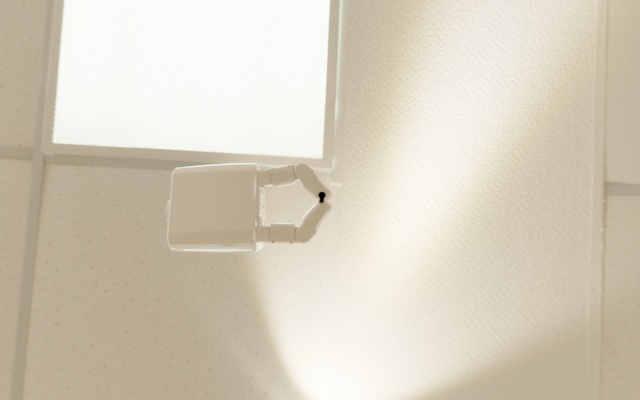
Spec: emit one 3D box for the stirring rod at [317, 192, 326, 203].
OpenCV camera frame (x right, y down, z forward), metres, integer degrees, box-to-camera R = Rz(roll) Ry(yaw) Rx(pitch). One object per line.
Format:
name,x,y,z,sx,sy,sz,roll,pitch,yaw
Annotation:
stirring rod,0.000,0.002,0.622,0.011,0.011,0.239,0,-4,-1
